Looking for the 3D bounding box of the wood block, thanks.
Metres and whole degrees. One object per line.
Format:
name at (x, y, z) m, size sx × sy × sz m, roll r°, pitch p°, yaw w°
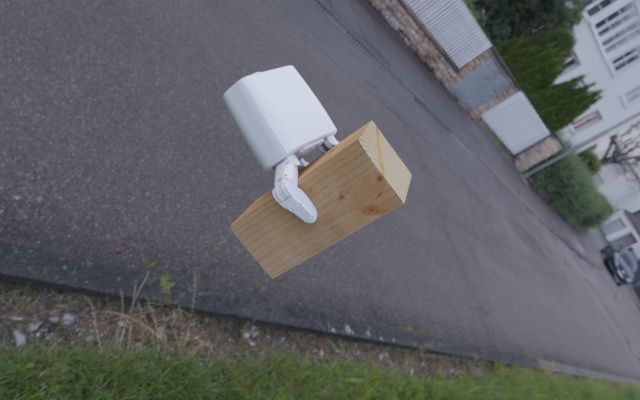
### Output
wood block at (0.000, 0.002, 0.601) m, size 0.206 × 0.090 × 0.090 m, roll -33°, pitch 11°, yaw 27°
